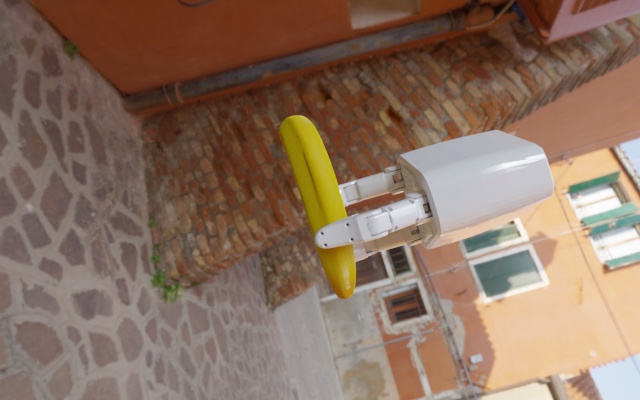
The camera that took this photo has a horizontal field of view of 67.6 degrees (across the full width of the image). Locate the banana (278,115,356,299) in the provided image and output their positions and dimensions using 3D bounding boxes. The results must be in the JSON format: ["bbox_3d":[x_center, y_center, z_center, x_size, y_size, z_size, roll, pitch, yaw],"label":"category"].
[{"bbox_3d":[-0.002,-0.009,0.445,0.037,0.197,0.070,-18,-23,-3],"label":"banana"}]
